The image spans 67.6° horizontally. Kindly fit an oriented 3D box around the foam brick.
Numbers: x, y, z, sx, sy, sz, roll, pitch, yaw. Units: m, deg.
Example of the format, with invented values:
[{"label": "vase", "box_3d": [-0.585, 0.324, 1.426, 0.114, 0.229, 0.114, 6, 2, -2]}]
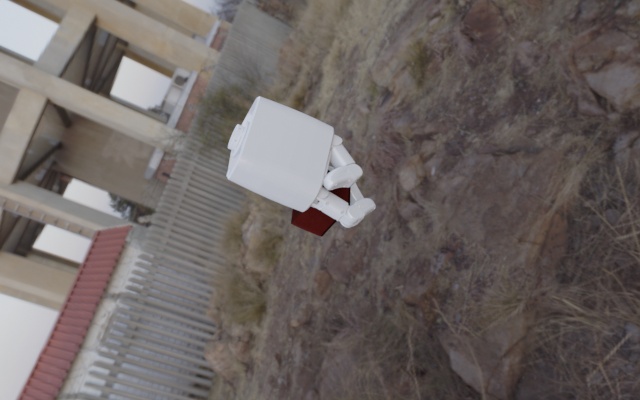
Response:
[{"label": "foam brick", "box_3d": [0.000, 0.002, 0.653, 0.051, 0.053, 0.078, 22, -44, -19]}]
